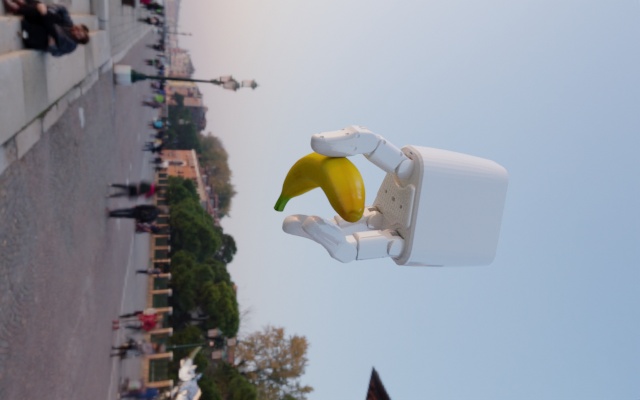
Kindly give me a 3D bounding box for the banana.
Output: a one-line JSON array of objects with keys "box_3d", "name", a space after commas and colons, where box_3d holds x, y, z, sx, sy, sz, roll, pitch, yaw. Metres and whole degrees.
[{"box_3d": [0.002, -0.017, 0.469, 0.037, 0.069, 0.198, 11, -3, -21], "name": "banana"}]
